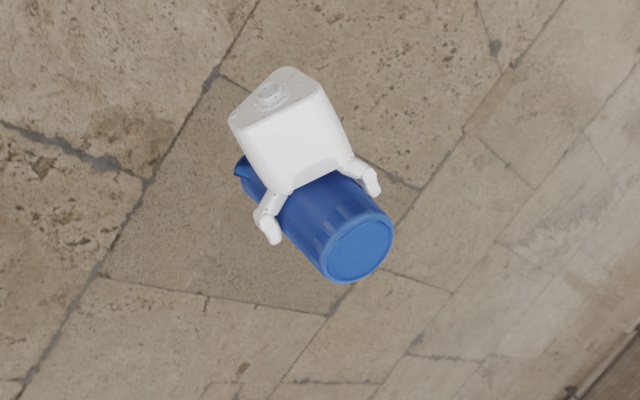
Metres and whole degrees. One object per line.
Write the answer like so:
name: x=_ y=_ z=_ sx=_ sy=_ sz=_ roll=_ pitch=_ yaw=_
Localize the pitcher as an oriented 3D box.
pitcher: x=0.000 y=0.002 z=0.670 sx=0.149 sy=0.145 sz=0.242 roll=-37 pitch=44 yaw=-7
